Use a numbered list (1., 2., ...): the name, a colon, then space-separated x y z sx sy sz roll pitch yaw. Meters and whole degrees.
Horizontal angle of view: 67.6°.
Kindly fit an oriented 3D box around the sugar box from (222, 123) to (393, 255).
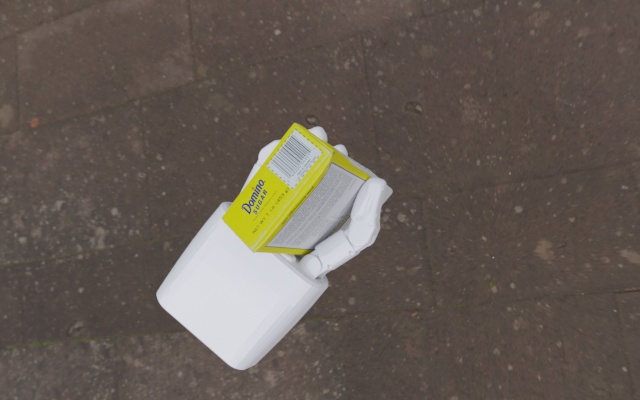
1. sugar box: 0.000 0.001 0.417 0.048 0.093 0.176 42 8 19
